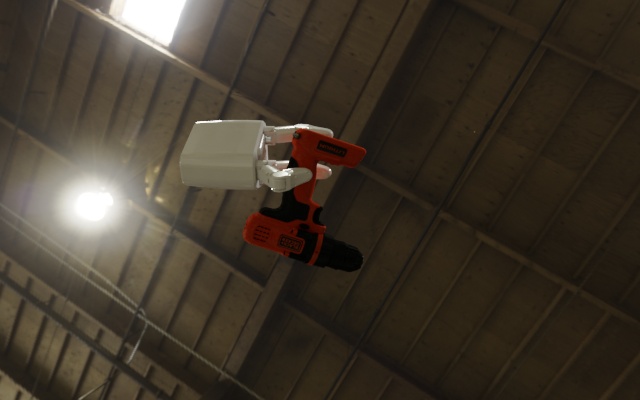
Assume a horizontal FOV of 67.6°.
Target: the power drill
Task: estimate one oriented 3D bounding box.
[{"bbox_3d":[0.000,0.002,0.693,0.184,0.187,0.057,18,5,-13],"label":"power drill"}]
